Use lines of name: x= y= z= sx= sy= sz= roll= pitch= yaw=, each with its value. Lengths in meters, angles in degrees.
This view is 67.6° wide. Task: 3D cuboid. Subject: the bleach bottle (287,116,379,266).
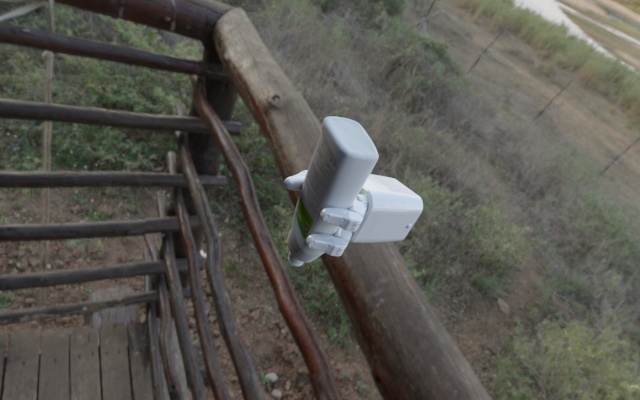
bleach bottle: x=0.000 y=0.002 z=0.738 sx=0.068 sy=0.251 sz=0.102 roll=4 pitch=41 yaw=-28
